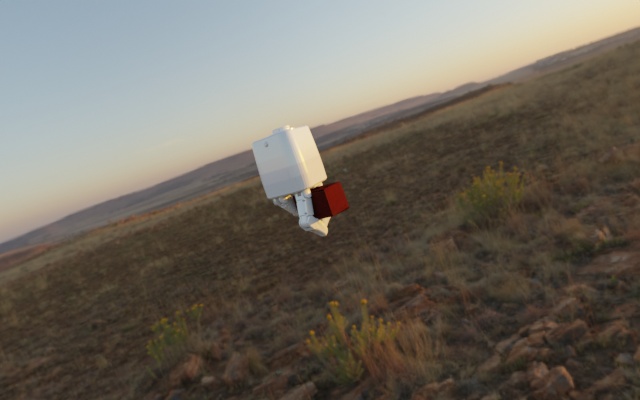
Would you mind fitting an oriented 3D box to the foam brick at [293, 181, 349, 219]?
[{"bbox_3d":[0.000,0.003,0.847,0.078,0.051,0.053,-12,8,40],"label":"foam brick"}]
